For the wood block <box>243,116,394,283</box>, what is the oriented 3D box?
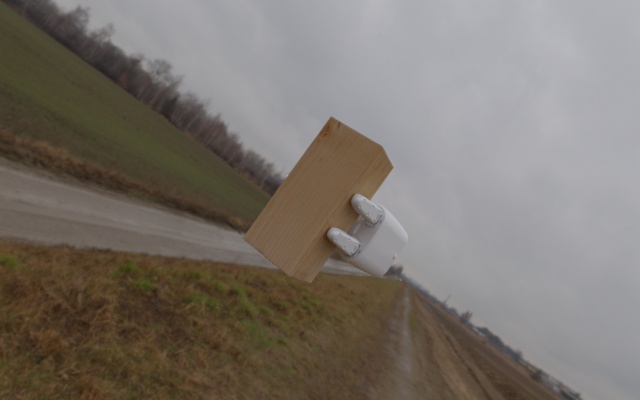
[{"bbox_3d":[0.000,0.002,0.669,0.090,0.206,0.090,35,-2,25],"label":"wood block"}]
